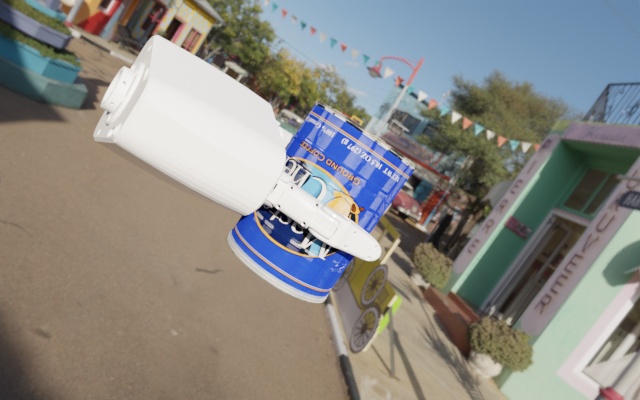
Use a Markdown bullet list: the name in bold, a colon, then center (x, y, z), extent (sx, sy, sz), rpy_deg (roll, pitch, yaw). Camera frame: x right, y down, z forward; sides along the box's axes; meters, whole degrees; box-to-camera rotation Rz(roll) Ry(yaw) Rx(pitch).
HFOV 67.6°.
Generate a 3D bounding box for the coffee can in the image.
- **coffee can**: center (0.000, 0.002, 0.412), extent (0.103, 0.140, 0.103), rpy_deg (34, 6, -4)
